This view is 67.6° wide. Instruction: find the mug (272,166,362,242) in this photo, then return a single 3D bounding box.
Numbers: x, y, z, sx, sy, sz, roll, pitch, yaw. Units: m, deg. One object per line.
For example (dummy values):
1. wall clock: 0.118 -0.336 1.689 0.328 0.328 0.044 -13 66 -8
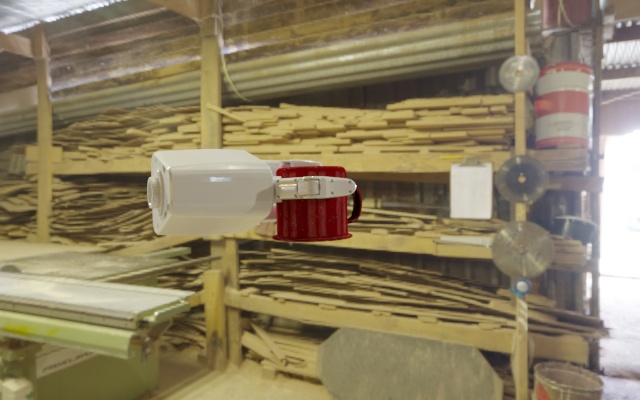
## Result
1. mug: 0.001 0.002 0.556 0.117 0.081 0.093 -2 2 -31
